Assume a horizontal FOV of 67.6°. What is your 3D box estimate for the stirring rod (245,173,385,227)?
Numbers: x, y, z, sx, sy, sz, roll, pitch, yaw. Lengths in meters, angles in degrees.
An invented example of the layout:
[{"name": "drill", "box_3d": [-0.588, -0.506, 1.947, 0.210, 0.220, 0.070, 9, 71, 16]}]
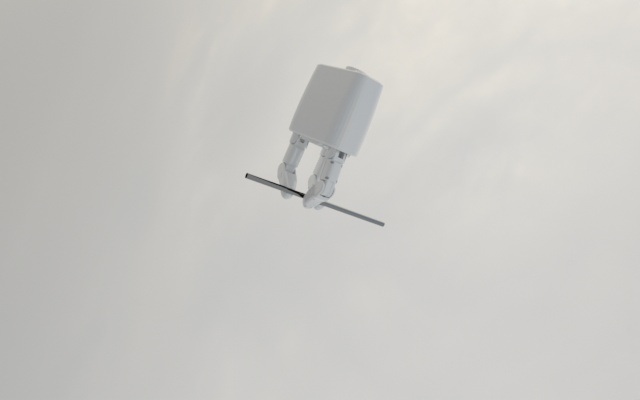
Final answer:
[{"name": "stirring rod", "box_3d": [0.000, 0.002, 0.694, 0.239, 0.011, 0.011, 20, -10, -29]}]
